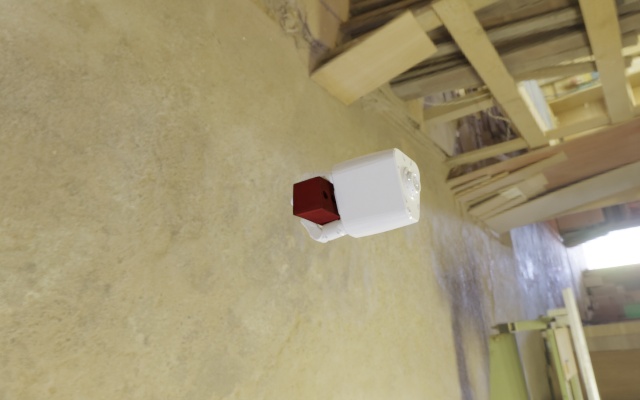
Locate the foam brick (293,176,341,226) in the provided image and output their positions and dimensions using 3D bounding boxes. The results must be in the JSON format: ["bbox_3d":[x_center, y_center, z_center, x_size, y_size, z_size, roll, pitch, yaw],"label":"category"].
[{"bbox_3d":[0.000,0.002,0.738,0.051,0.053,0.078,-15,-23,31],"label":"foam brick"}]
